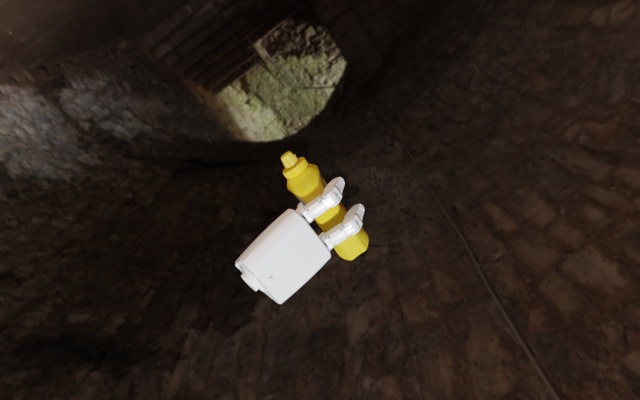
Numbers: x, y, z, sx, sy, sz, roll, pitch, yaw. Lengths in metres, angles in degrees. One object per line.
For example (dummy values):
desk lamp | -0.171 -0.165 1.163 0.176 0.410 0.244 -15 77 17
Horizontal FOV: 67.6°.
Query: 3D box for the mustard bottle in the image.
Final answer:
mustard bottle | 0.001 0.002 0.758 0.058 0.192 0.096 -36 19 5
